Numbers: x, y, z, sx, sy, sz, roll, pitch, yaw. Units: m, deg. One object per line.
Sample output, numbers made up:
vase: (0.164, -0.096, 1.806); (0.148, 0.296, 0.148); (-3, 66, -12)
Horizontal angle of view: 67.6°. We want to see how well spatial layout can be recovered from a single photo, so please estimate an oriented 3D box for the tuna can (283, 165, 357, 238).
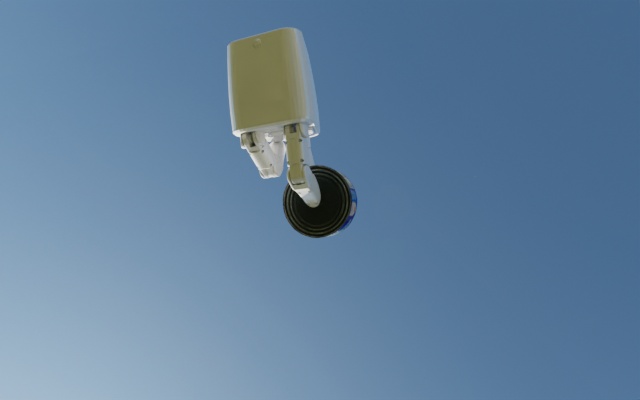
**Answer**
tuna can: (0.000, 0.002, 0.575); (0.086, 0.086, 0.034); (0, -3, 19)
